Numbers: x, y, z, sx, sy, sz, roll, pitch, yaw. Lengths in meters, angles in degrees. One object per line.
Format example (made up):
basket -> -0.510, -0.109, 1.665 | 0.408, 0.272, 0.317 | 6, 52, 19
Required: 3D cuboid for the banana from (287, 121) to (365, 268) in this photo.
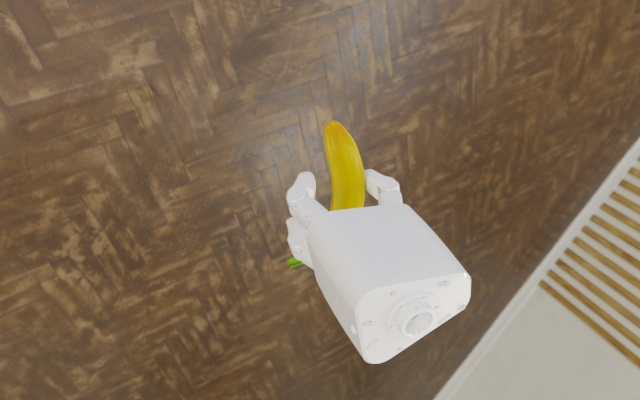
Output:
banana -> 0.017, 0.006, 0.543 | 0.069, 0.198, 0.037 | 4, 31, -22
